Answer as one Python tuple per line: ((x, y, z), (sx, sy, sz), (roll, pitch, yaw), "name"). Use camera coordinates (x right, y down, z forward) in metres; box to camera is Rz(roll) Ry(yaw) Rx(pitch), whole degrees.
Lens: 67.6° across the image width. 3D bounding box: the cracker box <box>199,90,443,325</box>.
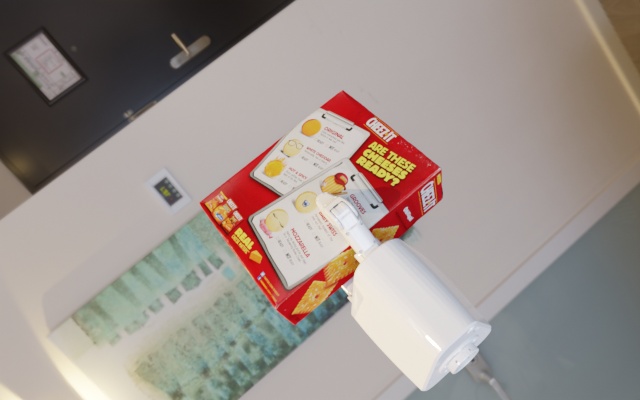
((0.000, 0.002, 0.527), (0.164, 0.213, 0.072), (46, -9, 32), "cracker box")
